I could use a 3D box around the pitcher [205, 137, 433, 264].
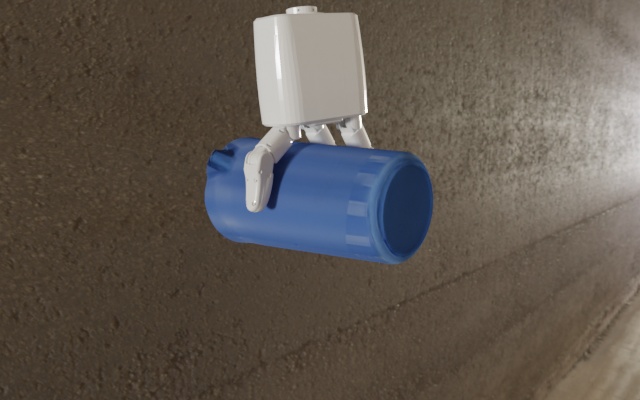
[{"bbox_3d":[0.000,0.002,0.533,0.243,0.145,0.149,7,21,42],"label":"pitcher"}]
